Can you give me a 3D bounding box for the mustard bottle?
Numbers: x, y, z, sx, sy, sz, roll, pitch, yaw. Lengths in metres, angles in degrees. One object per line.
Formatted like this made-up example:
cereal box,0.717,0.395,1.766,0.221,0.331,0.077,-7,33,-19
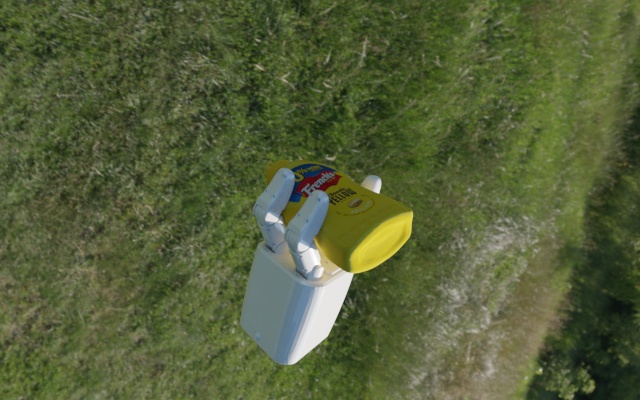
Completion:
mustard bottle,0.000,0.002,0.525,0.096,0.058,0.191,-28,43,-31
